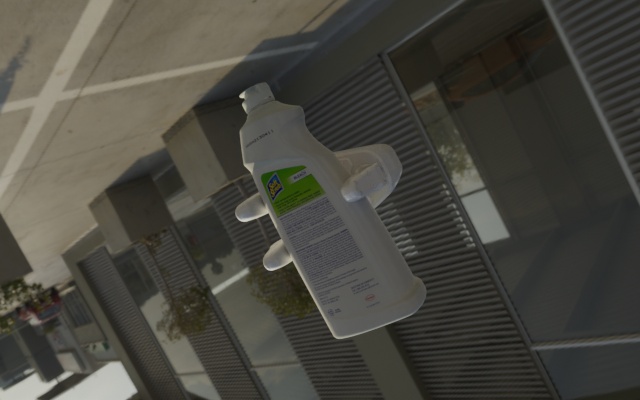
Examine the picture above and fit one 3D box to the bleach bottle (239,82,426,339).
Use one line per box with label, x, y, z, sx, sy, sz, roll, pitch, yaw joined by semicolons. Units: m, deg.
bleach bottle;0.000;0.002;0.459;0.102;0.251;0.068;-26;3;23
